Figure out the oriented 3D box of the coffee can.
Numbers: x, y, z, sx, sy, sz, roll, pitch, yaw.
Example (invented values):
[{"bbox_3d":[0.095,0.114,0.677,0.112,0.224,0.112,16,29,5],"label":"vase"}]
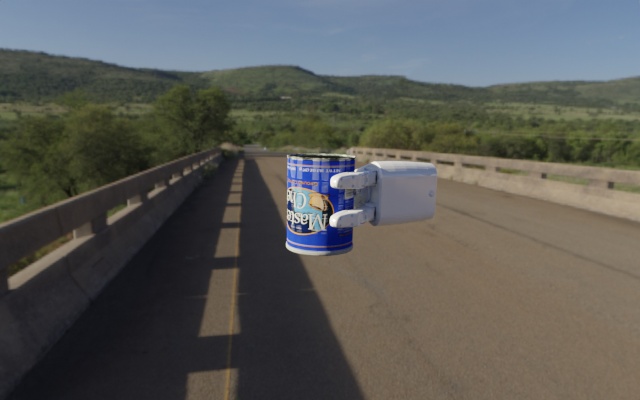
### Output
[{"bbox_3d":[0.000,0.003,0.720,0.103,0.140,0.103,1,10,0],"label":"coffee can"}]
